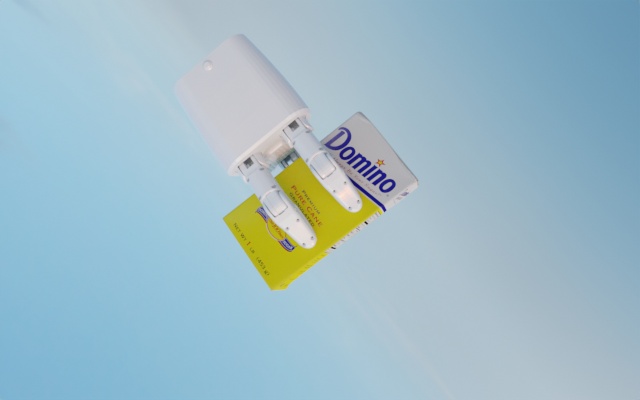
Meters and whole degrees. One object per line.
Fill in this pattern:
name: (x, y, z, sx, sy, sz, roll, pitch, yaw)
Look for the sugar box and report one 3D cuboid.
sugar box: (0.000, 0.001, 0.476, 0.176, 0.093, 0.048, -39, -14, 7)
